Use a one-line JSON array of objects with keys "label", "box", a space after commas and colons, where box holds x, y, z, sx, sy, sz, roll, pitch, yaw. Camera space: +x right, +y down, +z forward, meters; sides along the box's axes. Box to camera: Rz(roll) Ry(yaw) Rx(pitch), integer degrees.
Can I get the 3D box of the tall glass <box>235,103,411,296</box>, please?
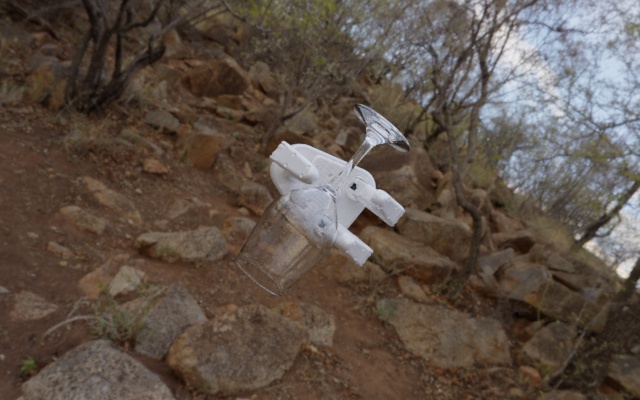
[{"label": "tall glass", "box": [0.000, 0.001, 0.490, 0.079, 0.201, 0.079, 39, -1, 1]}]
